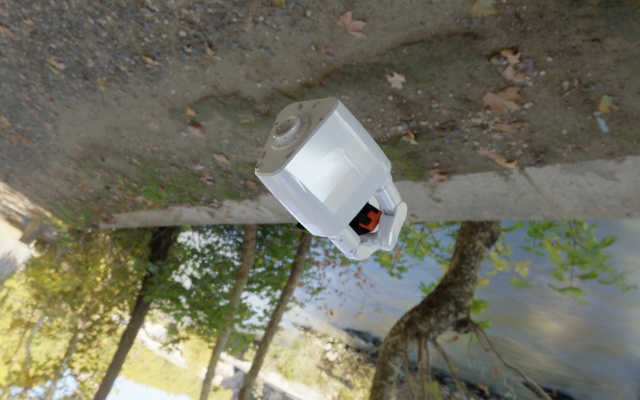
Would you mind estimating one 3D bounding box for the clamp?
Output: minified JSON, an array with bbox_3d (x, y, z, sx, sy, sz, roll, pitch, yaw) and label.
[{"bbox_3d":[0.000,0.003,0.613,0.171,0.039,0.120,4,-36,47],"label":"clamp"}]
